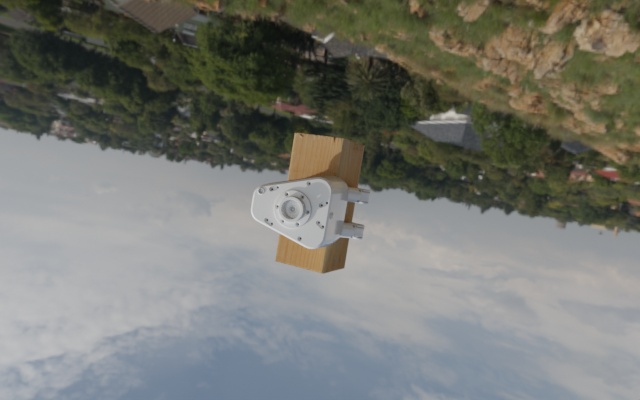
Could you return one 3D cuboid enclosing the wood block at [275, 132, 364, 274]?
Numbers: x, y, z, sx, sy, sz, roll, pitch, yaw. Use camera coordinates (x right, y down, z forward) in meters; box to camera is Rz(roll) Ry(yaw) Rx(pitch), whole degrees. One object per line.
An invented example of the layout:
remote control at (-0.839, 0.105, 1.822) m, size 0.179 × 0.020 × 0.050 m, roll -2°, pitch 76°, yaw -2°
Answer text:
wood block at (0.000, 0.003, 0.770) m, size 0.091 × 0.206 × 0.090 m, roll 11°, pitch 3°, yaw 25°
